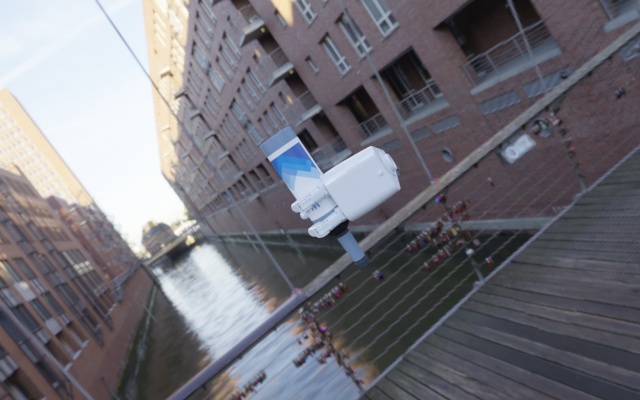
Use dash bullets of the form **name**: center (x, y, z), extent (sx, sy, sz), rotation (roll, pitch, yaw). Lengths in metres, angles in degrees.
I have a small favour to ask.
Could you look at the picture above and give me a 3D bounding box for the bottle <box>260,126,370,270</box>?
- **bottle**: center (0.000, 0.003, 0.887), extent (0.069, 0.296, 0.069), rotation (-34, 7, 5)
